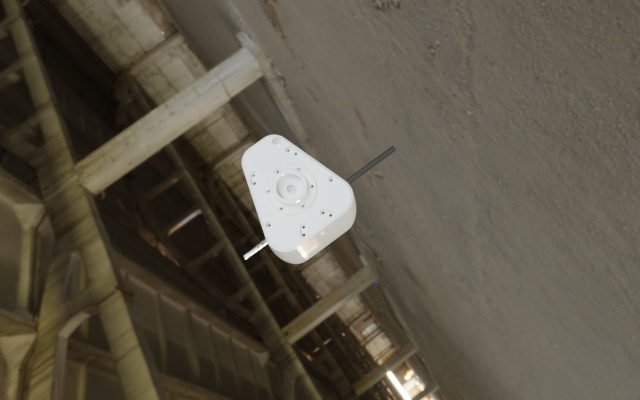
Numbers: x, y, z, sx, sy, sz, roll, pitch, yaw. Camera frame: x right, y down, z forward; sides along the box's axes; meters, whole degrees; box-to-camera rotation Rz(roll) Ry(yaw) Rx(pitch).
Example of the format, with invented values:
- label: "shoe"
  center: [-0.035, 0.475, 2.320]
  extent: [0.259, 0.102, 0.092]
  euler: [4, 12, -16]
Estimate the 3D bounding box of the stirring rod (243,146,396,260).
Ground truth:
- label: "stirring rod"
  center: [0.000, 0.002, 0.617]
  extent: [0.239, 0.011, 0.011]
  euler: [-36, 3, -4]
